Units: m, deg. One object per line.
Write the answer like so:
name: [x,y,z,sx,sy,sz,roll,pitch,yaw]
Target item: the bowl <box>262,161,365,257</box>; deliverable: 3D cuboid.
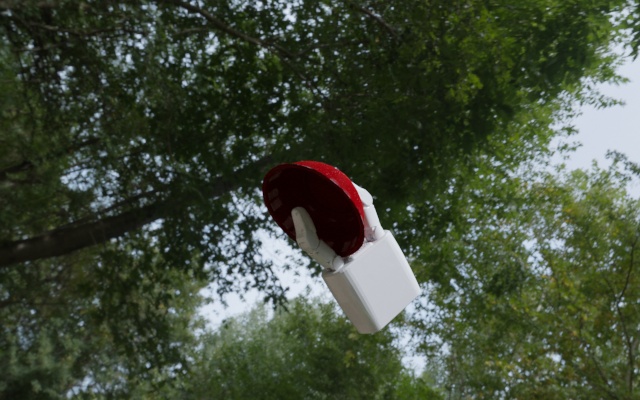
bowl: [0.000,0.001,0.659,0.162,0.162,0.055,0,38,39]
